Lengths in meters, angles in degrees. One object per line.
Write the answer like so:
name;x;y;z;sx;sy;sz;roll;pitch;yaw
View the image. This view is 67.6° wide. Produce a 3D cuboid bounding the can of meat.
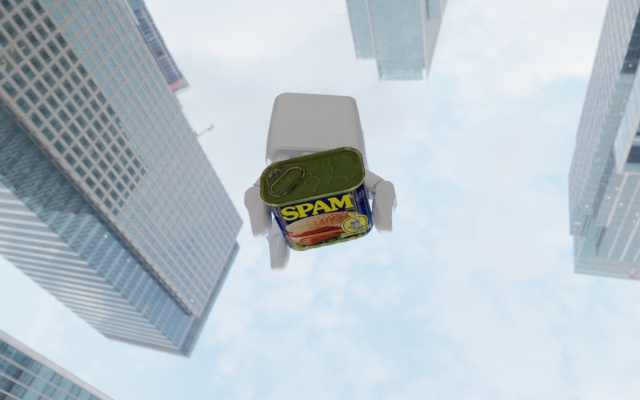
can of meat;0.000;0.002;0.483;0.102;0.057;0.084;-12;-42;6
